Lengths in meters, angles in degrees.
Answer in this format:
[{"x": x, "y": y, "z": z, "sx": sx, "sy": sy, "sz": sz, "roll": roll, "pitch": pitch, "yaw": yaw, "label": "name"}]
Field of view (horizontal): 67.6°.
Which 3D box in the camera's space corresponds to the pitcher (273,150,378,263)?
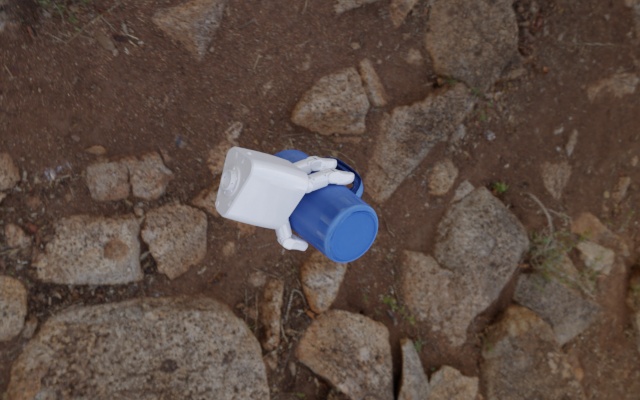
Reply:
[{"x": 0.000, "y": 0.003, "z": 0.858, "sx": 0.145, "sy": 0.149, "sz": 0.242, "roll": 16, "pitch": 14, "yaw": -39, "label": "pitcher"}]
